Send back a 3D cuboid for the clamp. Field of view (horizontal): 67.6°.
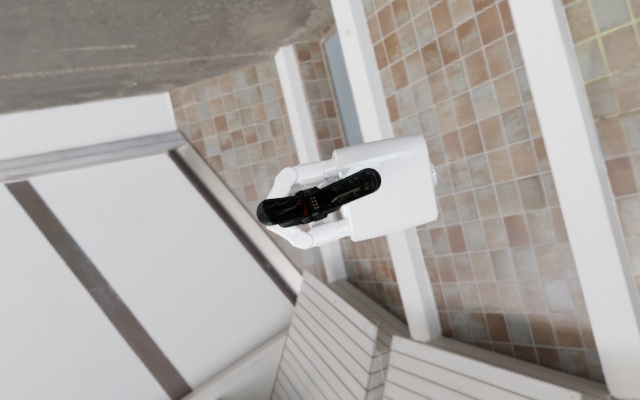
[{"bbox_3d":[0.000,0.002,0.506,0.120,0.039,0.171,-13,-2,-1],"label":"clamp"}]
